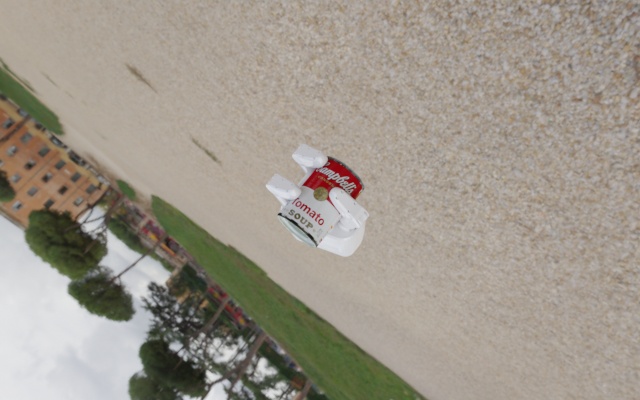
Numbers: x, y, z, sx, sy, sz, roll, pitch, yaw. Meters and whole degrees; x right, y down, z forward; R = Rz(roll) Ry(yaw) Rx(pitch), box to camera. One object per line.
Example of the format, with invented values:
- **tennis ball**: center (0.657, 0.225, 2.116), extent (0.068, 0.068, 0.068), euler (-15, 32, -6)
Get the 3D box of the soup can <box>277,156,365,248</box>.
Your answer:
- **soup can**: center (0.000, 0.002, 0.622), extent (0.068, 0.102, 0.068), euler (37, -14, 11)
